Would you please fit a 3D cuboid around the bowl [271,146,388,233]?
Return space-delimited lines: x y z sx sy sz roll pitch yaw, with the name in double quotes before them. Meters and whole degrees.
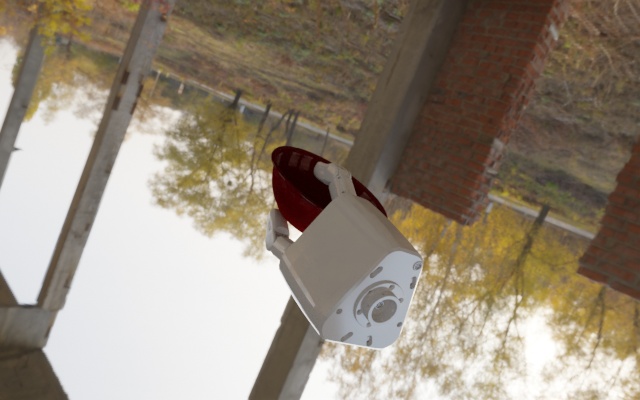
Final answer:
"bowl" 0.000 0.002 0.580 0.162 0.055 0.162 28 22 -13
